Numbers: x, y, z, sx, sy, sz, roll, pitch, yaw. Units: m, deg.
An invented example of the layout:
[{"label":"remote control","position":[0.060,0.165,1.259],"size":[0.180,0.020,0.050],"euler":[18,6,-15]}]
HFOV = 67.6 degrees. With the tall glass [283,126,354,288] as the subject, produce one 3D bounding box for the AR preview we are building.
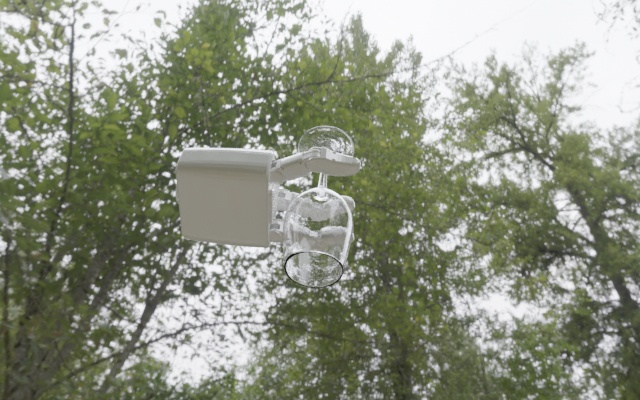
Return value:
[{"label":"tall glass","position":[0.000,0.001,0.556],"size":[0.079,0.079,0.200],"euler":[3,45,3]}]
